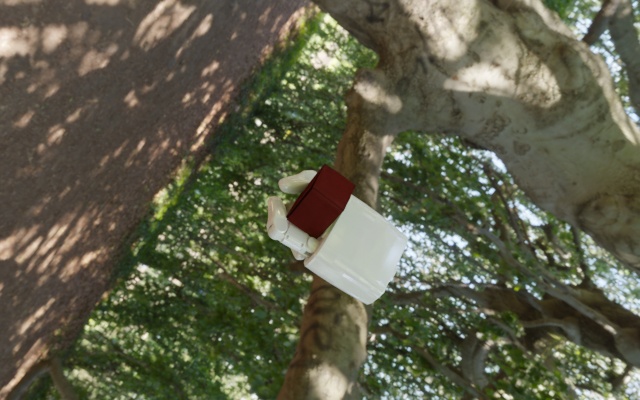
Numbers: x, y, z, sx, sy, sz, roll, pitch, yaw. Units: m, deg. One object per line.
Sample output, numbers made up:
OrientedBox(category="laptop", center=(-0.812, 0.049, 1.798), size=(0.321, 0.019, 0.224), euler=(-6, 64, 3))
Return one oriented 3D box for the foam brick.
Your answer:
OrientedBox(category="foam brick", center=(0.000, 0.002, 0.620), size=(0.051, 0.053, 0.078), euler=(35, -44, -6))
